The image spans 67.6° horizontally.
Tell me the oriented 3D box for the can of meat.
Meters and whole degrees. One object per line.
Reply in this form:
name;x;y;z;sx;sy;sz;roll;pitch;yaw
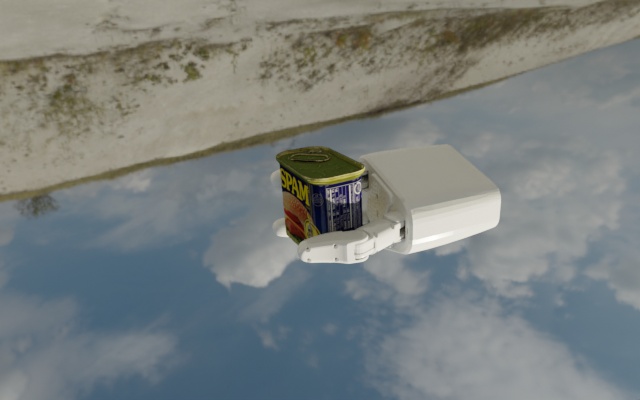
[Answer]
can of meat;0.000;0.002;0.454;0.057;0.084;0.102;-13;23;-22
